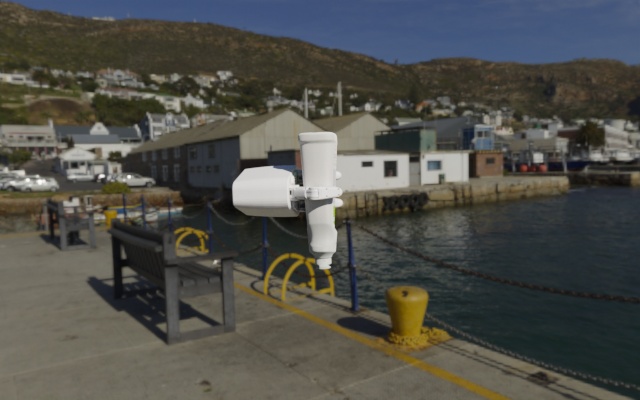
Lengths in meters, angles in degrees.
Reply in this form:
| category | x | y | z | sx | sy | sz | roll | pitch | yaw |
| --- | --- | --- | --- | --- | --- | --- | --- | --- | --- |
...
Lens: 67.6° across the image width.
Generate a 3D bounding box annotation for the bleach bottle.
| category | x | y | z | sx | sy | sz | roll | pitch | yaw |
| --- | --- | --- | --- | --- | --- | --- | --- | --- | --- |
| bleach bottle | 0.000 | 0.003 | 0.886 | 0.068 | 0.251 | 0.102 | -1 | 4 | 8 |
